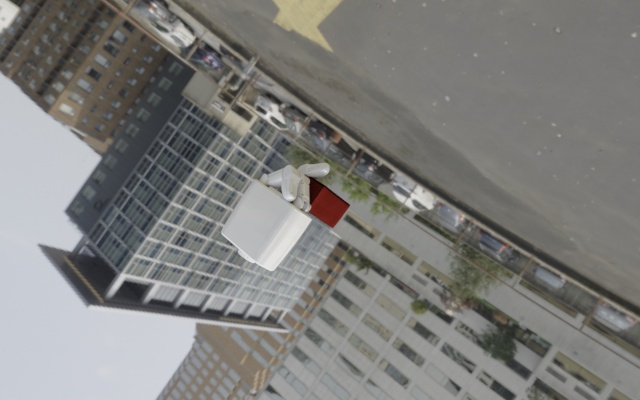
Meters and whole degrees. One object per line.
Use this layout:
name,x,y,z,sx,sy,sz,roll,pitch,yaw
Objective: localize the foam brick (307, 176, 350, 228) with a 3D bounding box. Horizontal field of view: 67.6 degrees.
foam brick,0.000,0.003,0.810,0.078,0.051,0.053,36,-2,-42
